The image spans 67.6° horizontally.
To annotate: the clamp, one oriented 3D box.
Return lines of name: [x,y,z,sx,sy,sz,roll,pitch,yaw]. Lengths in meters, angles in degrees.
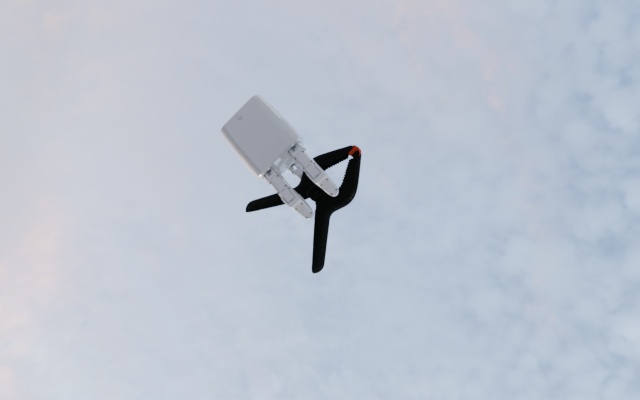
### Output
clamp: [0.001,0.002,0.775,0.210,0.164,0.036,-43,-8,9]
